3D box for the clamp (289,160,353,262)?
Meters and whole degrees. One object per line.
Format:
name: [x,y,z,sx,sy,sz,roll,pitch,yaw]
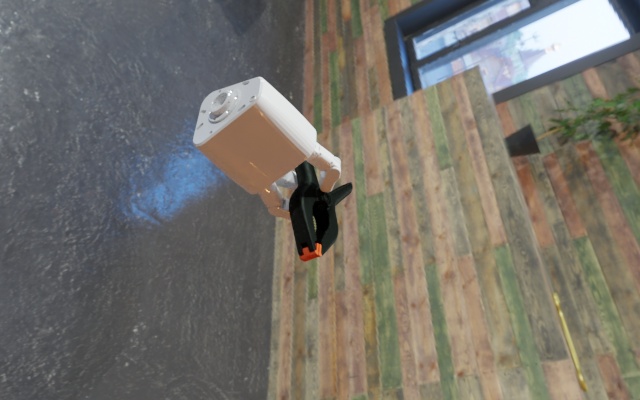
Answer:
clamp: [0.001,0.002,0.693,0.036,0.209,0.165,-24,-43,28]
